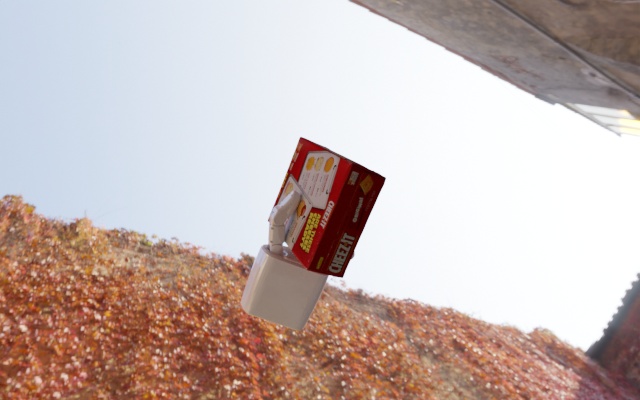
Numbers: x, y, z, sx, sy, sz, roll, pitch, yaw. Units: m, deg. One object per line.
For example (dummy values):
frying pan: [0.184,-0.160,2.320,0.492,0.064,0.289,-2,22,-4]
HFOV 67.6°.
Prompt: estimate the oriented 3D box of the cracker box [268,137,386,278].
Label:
cracker box: [0.000,0.002,0.757,0.072,0.164,0.213,18,9,-27]
